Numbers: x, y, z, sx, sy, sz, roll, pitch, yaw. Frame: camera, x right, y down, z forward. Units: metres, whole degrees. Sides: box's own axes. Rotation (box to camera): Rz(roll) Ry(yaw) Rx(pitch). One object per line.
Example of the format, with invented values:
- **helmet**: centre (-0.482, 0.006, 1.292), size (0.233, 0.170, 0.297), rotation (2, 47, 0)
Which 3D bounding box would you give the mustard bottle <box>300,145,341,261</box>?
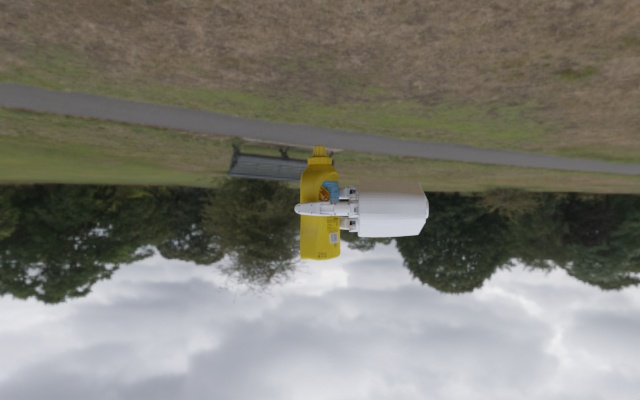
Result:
- **mustard bottle**: centre (0.000, 0.003, 0.813), size (0.058, 0.191, 0.096), rotation (0, 0, 28)
